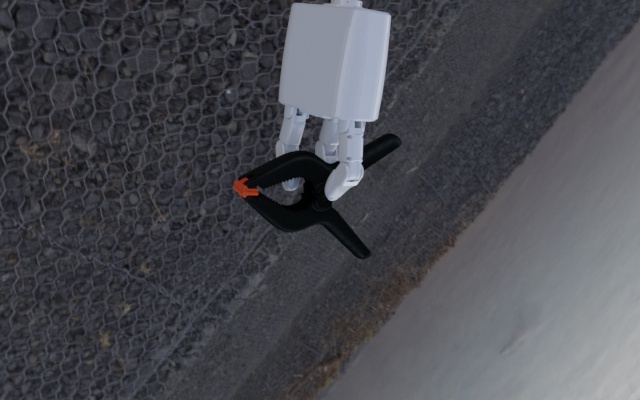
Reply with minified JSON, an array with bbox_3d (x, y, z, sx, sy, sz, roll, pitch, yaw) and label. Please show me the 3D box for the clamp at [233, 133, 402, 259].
[{"bbox_3d":[0.000,0.002,0.559,0.210,0.164,0.036,-4,19,-32],"label":"clamp"}]
